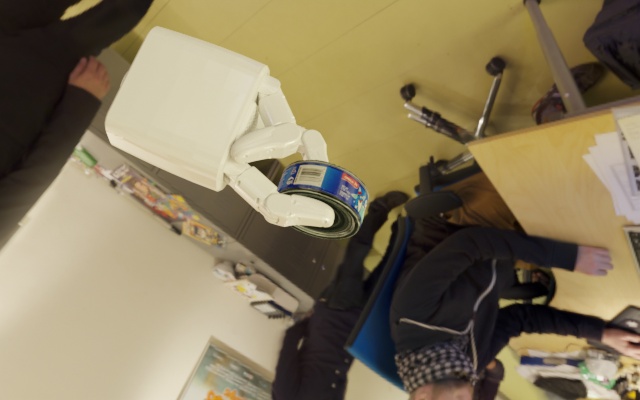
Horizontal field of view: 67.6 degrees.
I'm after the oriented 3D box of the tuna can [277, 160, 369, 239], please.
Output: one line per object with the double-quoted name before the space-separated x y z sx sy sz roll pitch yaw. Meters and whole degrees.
"tuna can" 0.000 0.002 0.445 0.086 0.033 0.086 13 -31 8
